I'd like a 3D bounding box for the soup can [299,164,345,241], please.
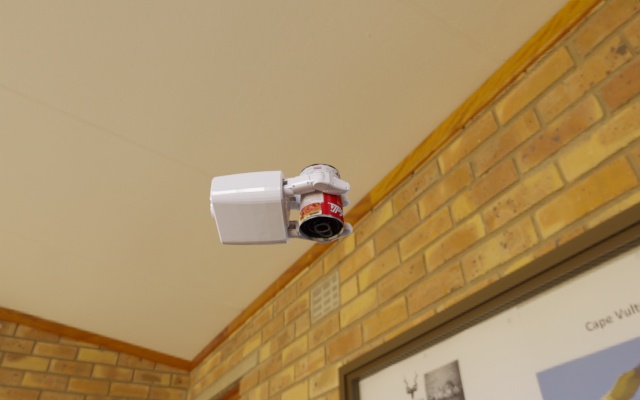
[{"bbox_3d":[0.001,0.002,0.735,0.068,0.102,0.069,-1,-37,-1],"label":"soup can"}]
